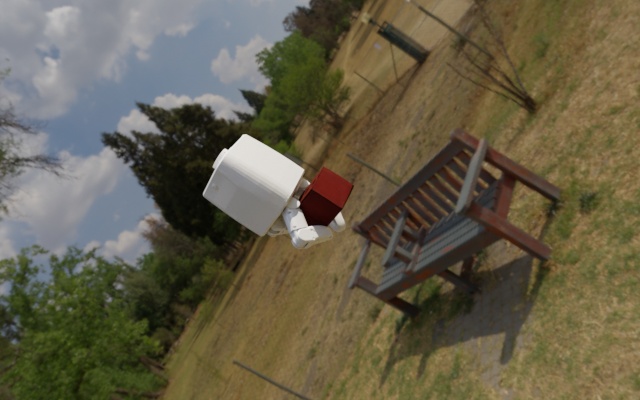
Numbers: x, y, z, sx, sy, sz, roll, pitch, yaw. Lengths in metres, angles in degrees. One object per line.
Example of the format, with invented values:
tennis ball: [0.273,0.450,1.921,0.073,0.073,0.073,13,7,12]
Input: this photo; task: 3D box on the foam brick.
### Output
foam brick: [0.000,0.002,0.666,0.051,0.053,0.078,34,-45,-6]
